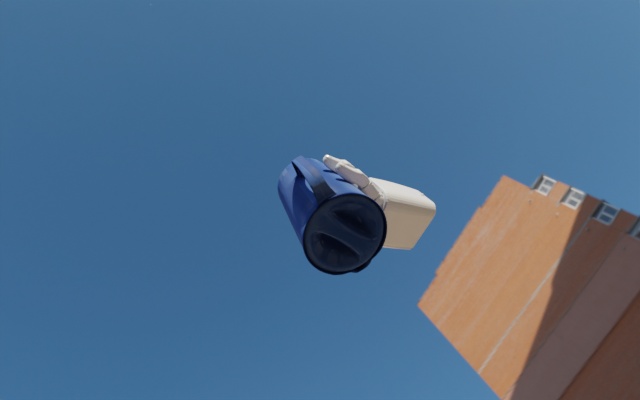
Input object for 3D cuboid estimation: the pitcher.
[{"bbox_3d":[0.000,0.003,0.799,0.145,0.149,0.242,11,17,-22],"label":"pitcher"}]
